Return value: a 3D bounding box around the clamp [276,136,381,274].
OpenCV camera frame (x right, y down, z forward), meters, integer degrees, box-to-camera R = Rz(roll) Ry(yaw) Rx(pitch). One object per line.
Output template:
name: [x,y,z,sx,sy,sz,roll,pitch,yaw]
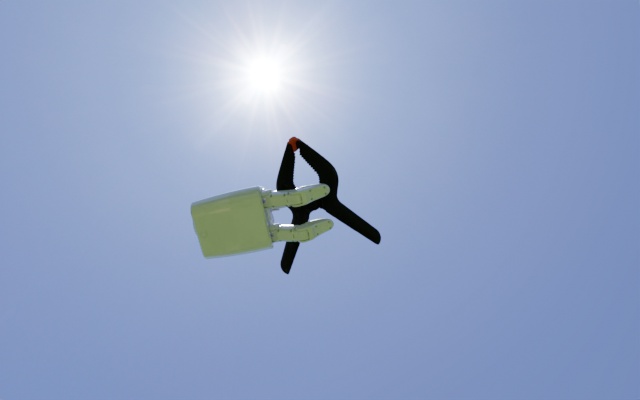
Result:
clamp: [0.000,0.002,0.730,0.164,0.210,0.036,-12,17,-2]
